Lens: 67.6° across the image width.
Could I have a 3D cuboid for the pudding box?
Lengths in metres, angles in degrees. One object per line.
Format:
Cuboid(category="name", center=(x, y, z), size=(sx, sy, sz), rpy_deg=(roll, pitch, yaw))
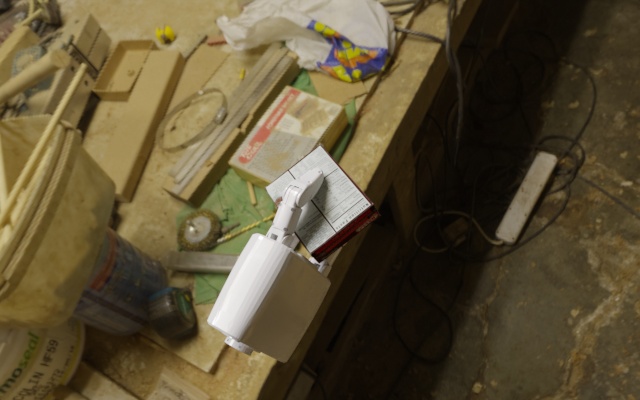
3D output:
Cuboid(category="pudding box", center=(0.000, 0.002, 0.554), size=(0.090, 0.113, 0.039), rpy_deg=(-38, -29, 0))
